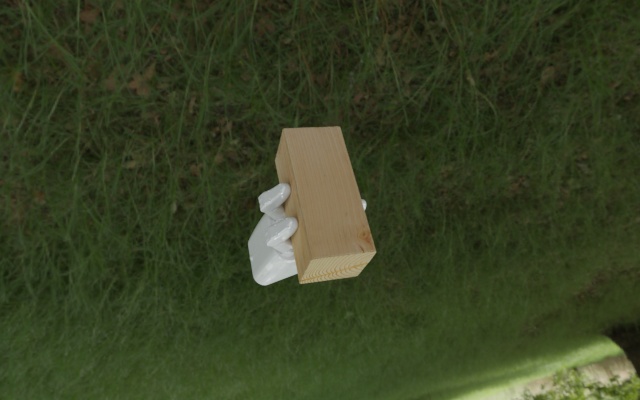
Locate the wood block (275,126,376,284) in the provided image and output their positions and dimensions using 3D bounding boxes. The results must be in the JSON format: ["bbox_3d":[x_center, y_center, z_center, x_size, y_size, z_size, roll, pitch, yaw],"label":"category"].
[{"bbox_3d":[0.000,0.003,0.687,0.091,0.206,0.090,-5,-29,-17],"label":"wood block"}]
